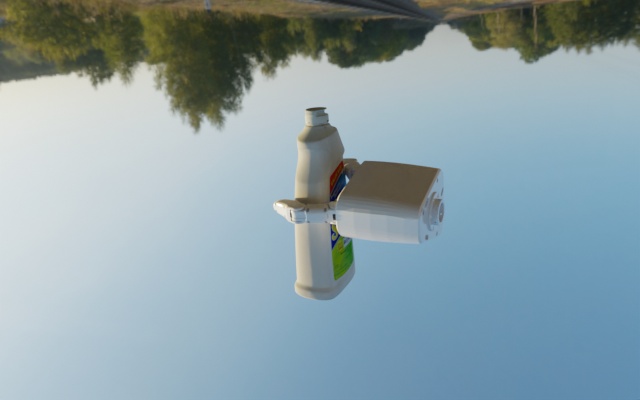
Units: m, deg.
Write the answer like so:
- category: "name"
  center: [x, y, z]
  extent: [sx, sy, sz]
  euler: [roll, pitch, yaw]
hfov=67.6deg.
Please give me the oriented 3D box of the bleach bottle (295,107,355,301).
- category: "bleach bottle"
  center: [0.000, 0.002, 0.651]
  extent: [0.068, 0.251, 0.102]
  euler: [6, 22, 28]
